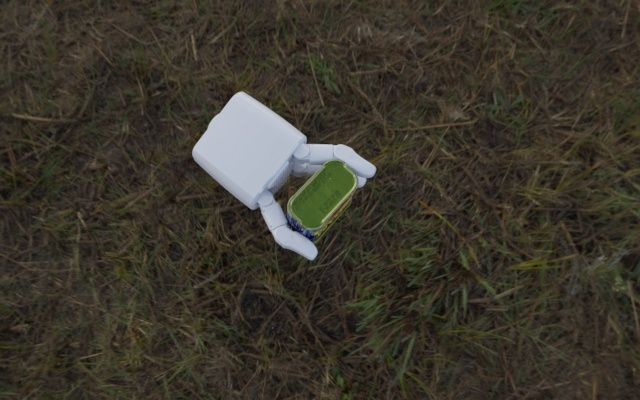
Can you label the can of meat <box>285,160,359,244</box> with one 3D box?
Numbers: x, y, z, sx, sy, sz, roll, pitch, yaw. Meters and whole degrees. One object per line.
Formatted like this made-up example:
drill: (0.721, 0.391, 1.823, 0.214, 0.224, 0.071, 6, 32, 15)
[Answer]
can of meat: (0.000, 0.002, 0.618, 0.057, 0.102, 0.084, 41, -15, 6)
